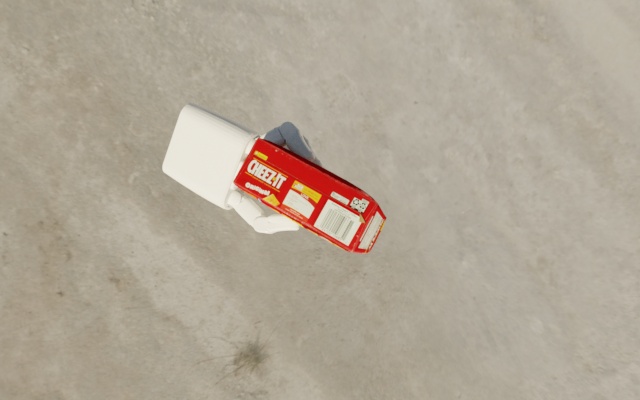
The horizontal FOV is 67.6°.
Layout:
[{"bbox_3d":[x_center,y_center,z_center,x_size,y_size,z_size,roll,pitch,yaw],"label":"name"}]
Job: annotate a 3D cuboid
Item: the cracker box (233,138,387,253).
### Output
[{"bbox_3d":[0.000,0.002,0.637,0.164,0.072,0.214,29,0,12],"label":"cracker box"}]
